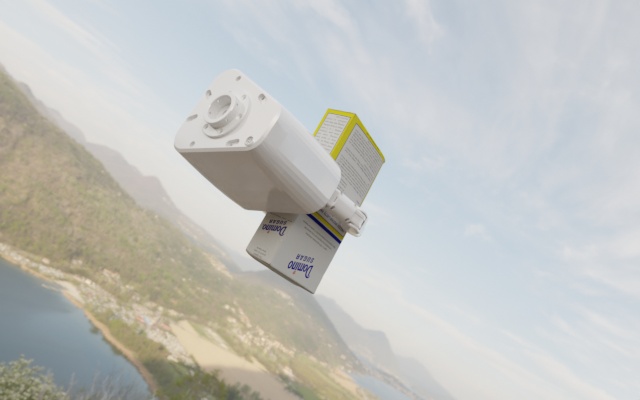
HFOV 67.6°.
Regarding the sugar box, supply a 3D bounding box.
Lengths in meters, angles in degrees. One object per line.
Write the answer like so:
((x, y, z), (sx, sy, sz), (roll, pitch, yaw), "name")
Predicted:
((0.000, 0.001, 0.508), (0.048, 0.176, 0.093), (22, -15, 38), "sugar box")
